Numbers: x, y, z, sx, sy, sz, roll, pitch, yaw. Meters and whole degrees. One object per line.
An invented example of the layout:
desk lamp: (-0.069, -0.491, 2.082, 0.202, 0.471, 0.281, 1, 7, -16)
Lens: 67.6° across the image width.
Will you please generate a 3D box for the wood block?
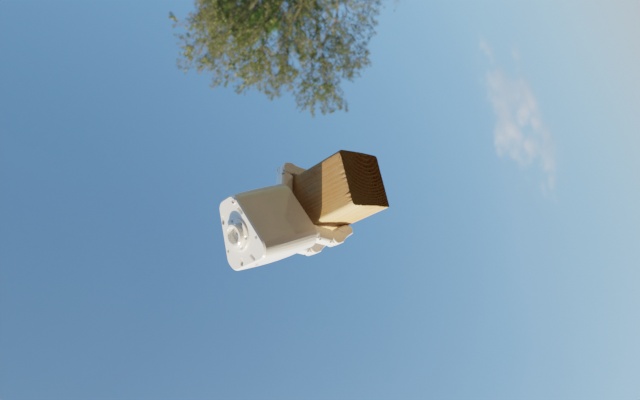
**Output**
wood block: (0.000, 0.002, 0.793, 0.090, 0.090, 0.206, 4, -22, -45)
